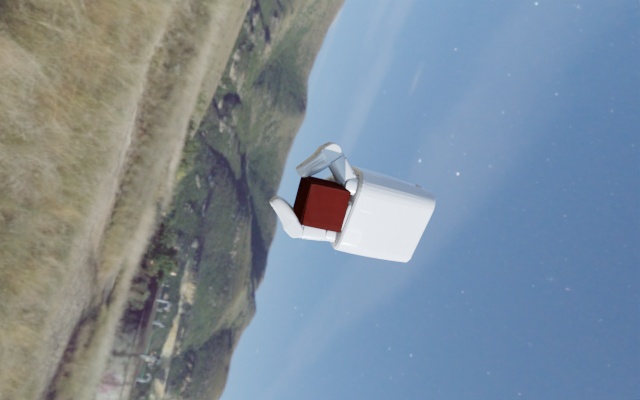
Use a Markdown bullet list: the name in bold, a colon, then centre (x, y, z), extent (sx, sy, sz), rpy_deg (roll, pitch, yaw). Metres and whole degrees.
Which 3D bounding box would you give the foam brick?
- **foam brick**: centre (0.000, 0.002, 0.590), extent (0.051, 0.053, 0.078), rpy_deg (13, 9, -13)
